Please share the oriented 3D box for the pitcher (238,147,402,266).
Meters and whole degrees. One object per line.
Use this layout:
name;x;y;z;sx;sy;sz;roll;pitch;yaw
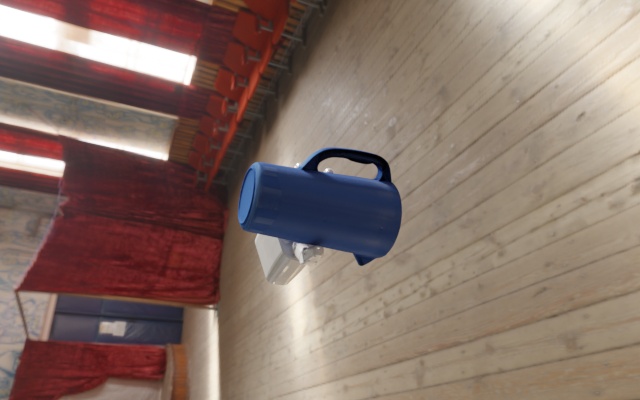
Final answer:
pitcher;0.000;0.003;0.767;0.243;0.149;0.145;11;-37;-21
